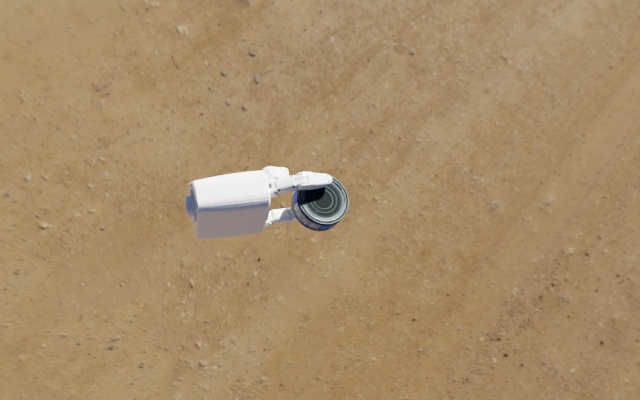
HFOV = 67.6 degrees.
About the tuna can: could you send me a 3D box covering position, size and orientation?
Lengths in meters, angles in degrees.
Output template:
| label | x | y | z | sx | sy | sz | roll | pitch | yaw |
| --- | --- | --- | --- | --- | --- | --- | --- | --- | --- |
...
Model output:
| label | x | y | z | sx | sy | sz | roll | pitch | yaw |
| --- | --- | --- | --- | --- | --- | --- | --- | --- | --- |
| tuna can | 0.000 | 0.002 | 0.745 | 0.086 | 0.086 | 0.034 | 0 | -20 | -20 |
